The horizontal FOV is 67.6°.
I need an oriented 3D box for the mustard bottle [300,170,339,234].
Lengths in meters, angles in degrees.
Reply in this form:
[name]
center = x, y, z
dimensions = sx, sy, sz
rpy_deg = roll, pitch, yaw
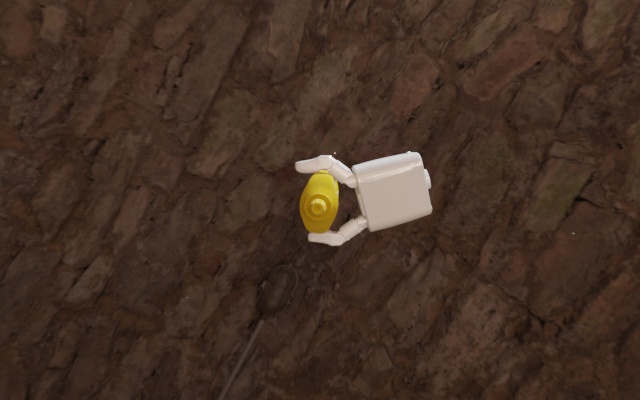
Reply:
[mustard bottle]
center = 0.000, 0.002, 0.765
dimensions = 0.058, 0.096, 0.191
rpy_deg = 9, 6, 1
